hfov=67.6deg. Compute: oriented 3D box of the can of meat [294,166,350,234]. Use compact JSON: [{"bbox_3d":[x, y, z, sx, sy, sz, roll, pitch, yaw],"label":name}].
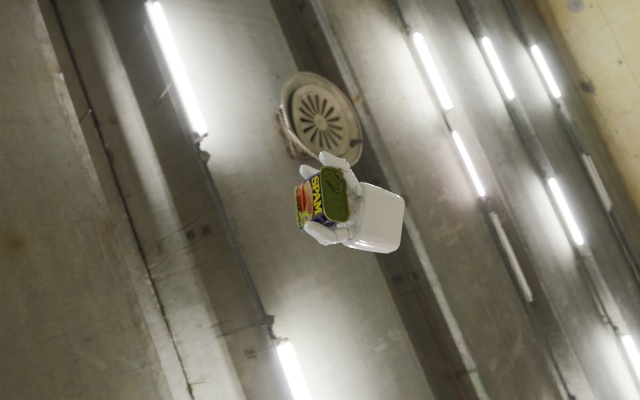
[{"bbox_3d":[0.000,0.003,0.842,0.057,0.102,0.084,11,-27,-37],"label":"can of meat"}]
